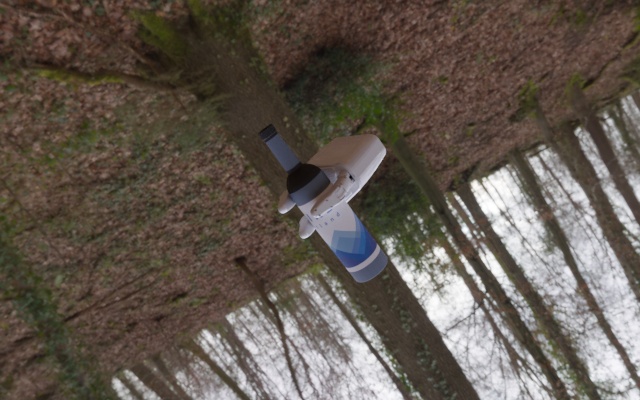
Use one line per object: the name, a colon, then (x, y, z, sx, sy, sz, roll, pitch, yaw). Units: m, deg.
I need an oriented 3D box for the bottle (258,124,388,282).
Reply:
bottle: (0.000, 0.003, 0.774, 0.069, 0.296, 0.069, -35, 14, 10)
